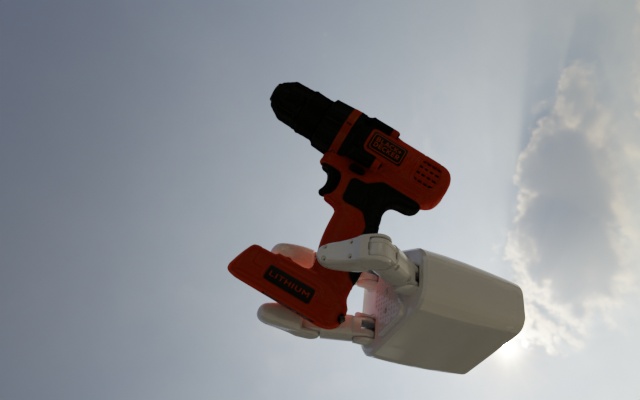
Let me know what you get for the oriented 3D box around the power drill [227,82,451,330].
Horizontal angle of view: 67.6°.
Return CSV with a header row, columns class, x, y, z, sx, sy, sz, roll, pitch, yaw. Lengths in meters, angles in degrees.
class,x,y,z,sx,sy,sz,roll,pitch,yaw
power drill,0.000,0.002,0.422,0.184,0.187,0.057,31,-14,5
